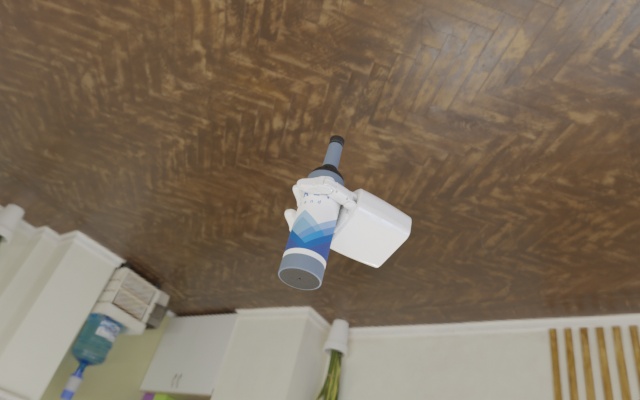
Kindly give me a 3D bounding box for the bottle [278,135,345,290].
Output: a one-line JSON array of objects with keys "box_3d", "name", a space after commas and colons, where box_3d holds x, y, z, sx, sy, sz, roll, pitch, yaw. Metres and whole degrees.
[{"box_3d": [0.000, 0.003, 0.794, 0.069, 0.295, 0.069, 10, -37, 7], "name": "bottle"}]
